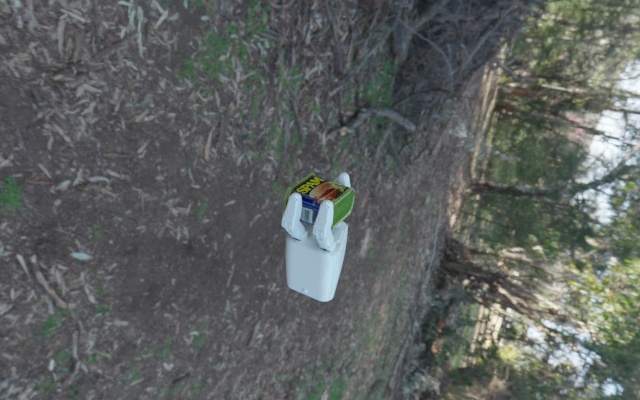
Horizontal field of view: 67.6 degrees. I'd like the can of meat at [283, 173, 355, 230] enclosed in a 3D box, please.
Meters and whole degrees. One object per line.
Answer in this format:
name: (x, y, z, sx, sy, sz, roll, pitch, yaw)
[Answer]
can of meat: (0.000, 0.003, 0.803, 0.084, 0.057, 0.102, 19, 30, 23)
